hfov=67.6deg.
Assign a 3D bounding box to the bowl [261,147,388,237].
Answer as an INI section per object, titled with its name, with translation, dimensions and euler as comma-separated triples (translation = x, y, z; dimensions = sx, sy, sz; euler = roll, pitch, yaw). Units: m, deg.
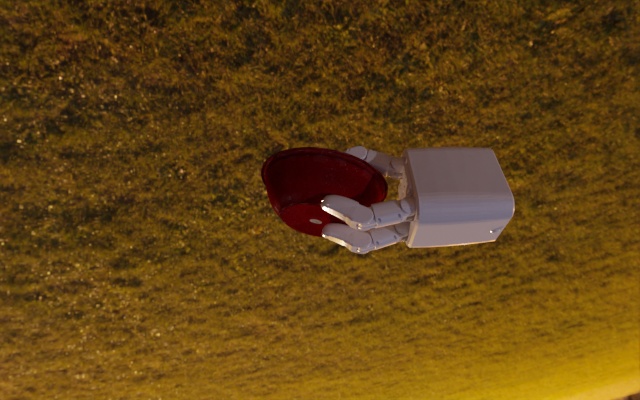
[bowl]
translation = -0.001, 0.002, 0.589
dimensions = 0.162, 0.055, 0.162
euler = 8, -28, 4
